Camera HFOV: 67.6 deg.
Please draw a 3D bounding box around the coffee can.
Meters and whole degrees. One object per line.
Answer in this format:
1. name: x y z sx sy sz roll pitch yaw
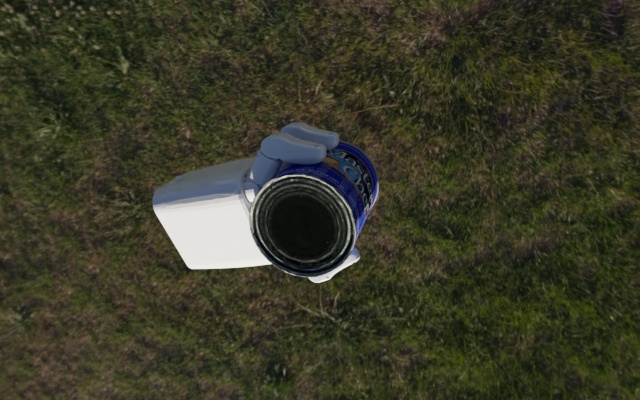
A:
1. coffee can: 0.000 0.002 0.498 0.103 0.103 0.140 0 19 16
